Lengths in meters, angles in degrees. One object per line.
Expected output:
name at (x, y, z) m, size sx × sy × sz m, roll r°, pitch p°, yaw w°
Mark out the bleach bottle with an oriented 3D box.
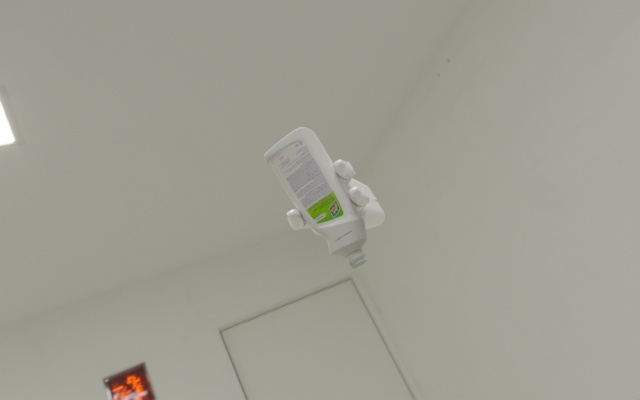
bleach bottle at (0.000, 0.003, 0.805) m, size 0.102 × 0.250 × 0.068 m, roll -36°, pitch -22°, yaw 21°
